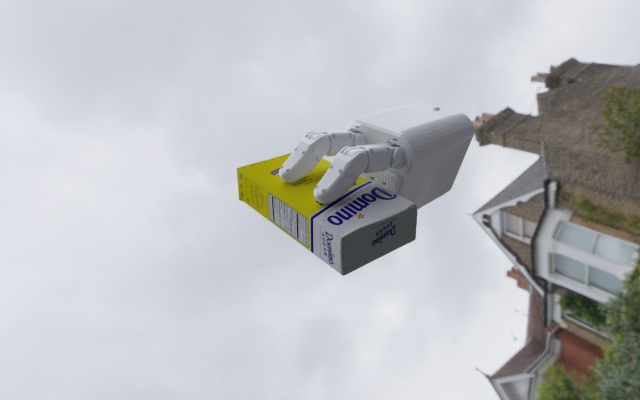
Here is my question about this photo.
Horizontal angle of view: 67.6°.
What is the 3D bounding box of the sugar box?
[{"bbox_3d":[0.000,0.001,0.472,0.093,0.048,0.176,-21,32,-33],"label":"sugar box"}]
